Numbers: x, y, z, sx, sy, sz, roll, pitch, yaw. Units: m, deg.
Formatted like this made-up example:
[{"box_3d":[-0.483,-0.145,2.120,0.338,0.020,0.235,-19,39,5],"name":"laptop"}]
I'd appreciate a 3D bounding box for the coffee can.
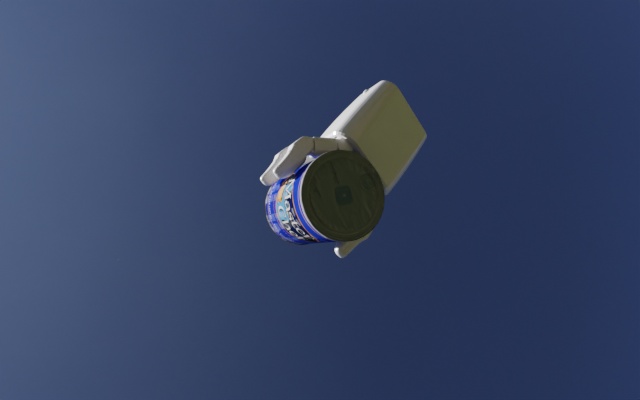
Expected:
[{"box_3d":[0.000,0.002,0.590,0.103,0.103,0.140,0,-6,-23],"name":"coffee can"}]
